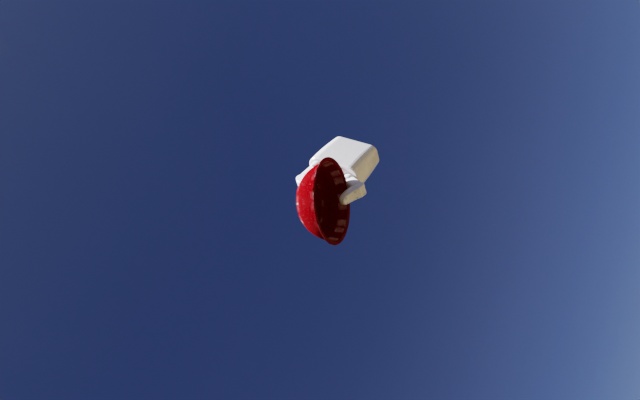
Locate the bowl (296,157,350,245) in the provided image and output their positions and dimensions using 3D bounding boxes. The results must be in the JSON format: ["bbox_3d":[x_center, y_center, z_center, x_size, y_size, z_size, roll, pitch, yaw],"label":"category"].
[{"bbox_3d":[-0.001,0.003,0.879,0.055,0.162,0.162,-5,-2,25],"label":"bowl"}]
